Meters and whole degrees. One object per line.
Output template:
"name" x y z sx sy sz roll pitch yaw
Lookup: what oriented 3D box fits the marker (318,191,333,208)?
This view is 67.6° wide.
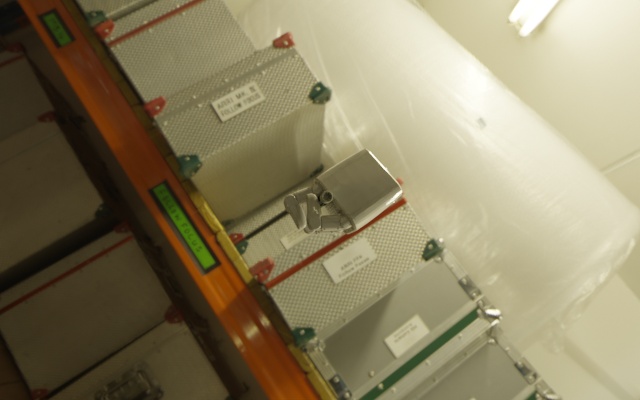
"marker" 0.000 0.003 0.805 0.020 0.020 0.121 0 -9 -10
